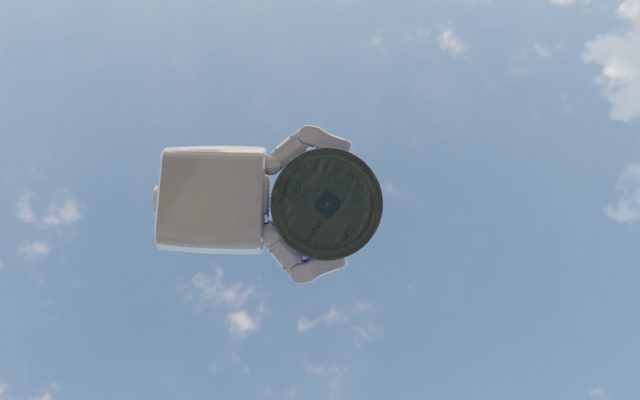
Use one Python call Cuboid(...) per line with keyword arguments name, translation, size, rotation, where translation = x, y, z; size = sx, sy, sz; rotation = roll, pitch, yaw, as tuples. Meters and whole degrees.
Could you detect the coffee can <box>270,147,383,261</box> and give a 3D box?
Cuboid(name="coffee can", translation=(0.000, 0.002, 0.498), size=(0.103, 0.103, 0.140), rotation=(0, 2, -5))
